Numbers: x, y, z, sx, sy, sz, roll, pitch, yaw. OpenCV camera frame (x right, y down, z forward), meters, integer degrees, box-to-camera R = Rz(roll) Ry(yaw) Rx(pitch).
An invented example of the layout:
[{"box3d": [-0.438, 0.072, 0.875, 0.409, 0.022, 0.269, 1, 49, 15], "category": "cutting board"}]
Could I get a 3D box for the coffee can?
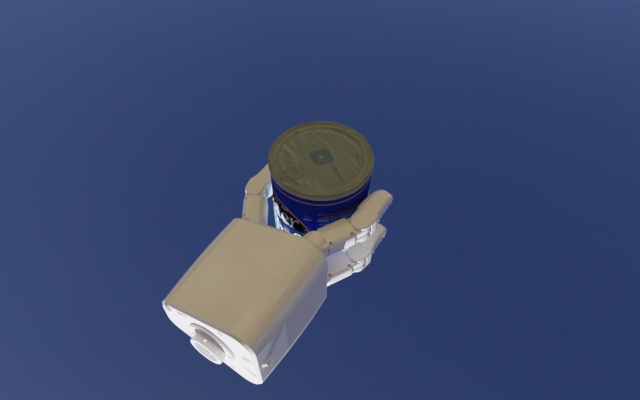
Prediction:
[{"box3d": [0.000, 0.001, 0.511, 0.103, 0.102, 0.140, 0, -40, 0], "category": "coffee can"}]
